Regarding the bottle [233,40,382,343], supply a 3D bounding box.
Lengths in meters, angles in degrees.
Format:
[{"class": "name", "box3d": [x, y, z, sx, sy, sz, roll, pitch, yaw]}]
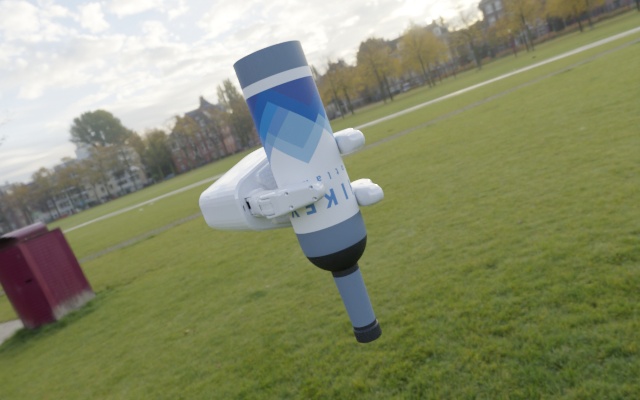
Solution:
[{"class": "bottle", "box3d": [0.000, 0.001, 0.462, 0.069, 0.296, 0.069, -19, 9, 3]}]
